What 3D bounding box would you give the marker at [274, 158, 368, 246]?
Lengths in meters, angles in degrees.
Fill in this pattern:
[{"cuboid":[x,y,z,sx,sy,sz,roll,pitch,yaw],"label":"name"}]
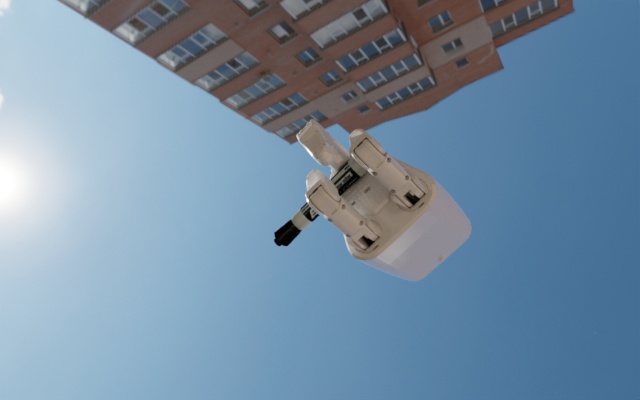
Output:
[{"cuboid":[0.000,0.001,0.452,0.121,0.020,0.020,-44,-13,13],"label":"marker"}]
